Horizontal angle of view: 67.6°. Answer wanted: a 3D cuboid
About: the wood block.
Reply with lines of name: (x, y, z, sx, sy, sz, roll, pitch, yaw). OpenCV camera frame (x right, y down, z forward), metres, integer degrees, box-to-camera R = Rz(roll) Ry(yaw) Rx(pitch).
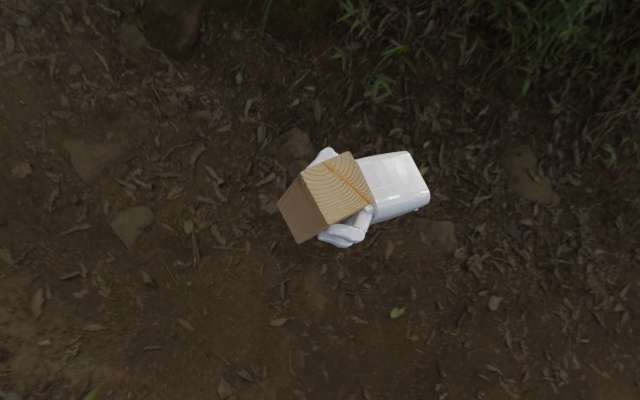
wood block: (0.000, 0.002, 0.810, 0.090, 0.091, 0.206, -26, -5, -20)
